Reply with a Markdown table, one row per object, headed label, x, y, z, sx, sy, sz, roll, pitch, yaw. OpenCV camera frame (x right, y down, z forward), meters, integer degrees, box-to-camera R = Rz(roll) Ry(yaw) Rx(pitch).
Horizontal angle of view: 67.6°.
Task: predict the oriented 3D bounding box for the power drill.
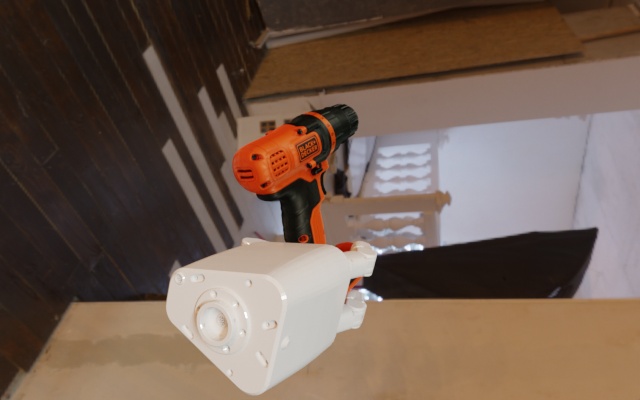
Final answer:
| label | x | y | z | sx | sy | sz | roll | pitch | yaw |
| --- | --- | --- | --- | --- | --- | --- | --- | --- | --- |
| power drill | 0.000 | 0.002 | 0.507 | 0.057 | 0.188 | 0.184 | -2 | 22 | 40 |
